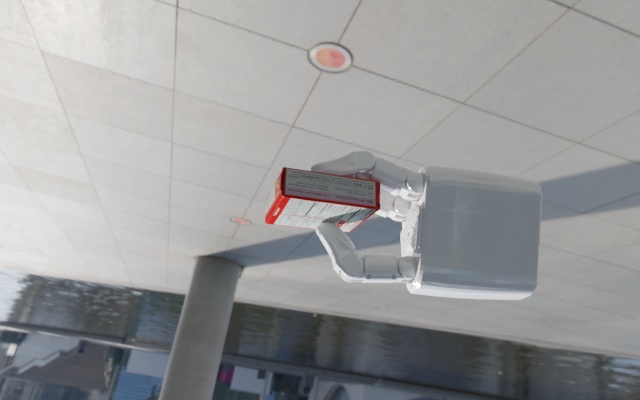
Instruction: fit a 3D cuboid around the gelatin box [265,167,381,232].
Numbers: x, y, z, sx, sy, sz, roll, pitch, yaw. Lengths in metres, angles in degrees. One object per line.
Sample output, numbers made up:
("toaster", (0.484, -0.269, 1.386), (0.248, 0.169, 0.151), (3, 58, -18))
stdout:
("gelatin box", (0.000, 0.002, 0.432), (0.089, 0.030, 0.073), (7, -22, -16))
